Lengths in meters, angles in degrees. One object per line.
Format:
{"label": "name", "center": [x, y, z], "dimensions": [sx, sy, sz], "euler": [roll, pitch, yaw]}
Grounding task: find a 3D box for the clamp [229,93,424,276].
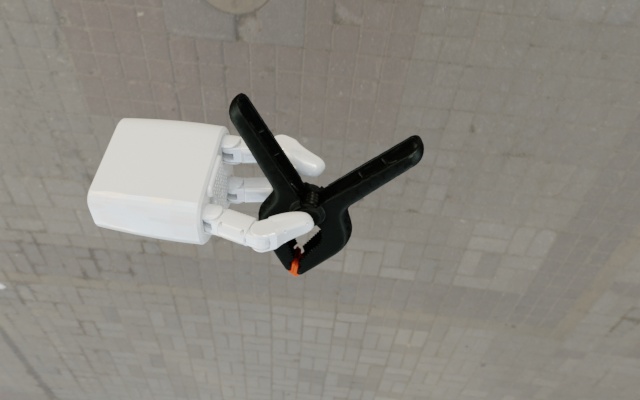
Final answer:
{"label": "clamp", "center": [0.000, 0.002, 0.455], "dimensions": [0.164, 0.210, 0.036], "euler": [9, 44, 5]}
